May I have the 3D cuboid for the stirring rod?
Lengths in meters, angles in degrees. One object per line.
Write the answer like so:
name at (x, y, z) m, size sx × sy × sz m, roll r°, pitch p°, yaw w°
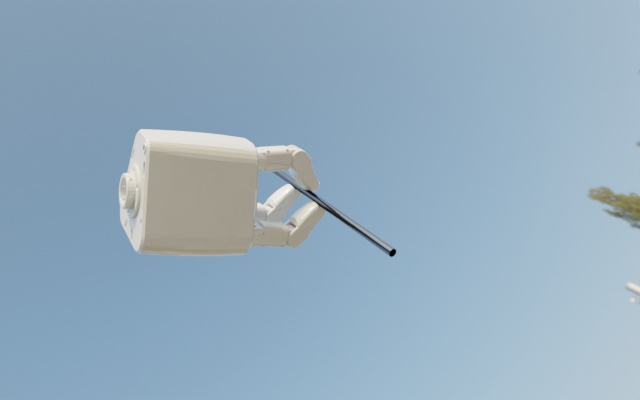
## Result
stirring rod at (0.000, 0.002, 0.508) m, size 0.011 × 0.011 × 0.239 m, roll 0°, pitch 21°, yaw -34°
